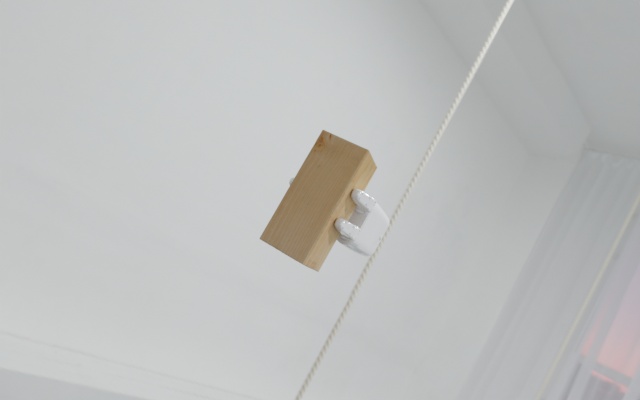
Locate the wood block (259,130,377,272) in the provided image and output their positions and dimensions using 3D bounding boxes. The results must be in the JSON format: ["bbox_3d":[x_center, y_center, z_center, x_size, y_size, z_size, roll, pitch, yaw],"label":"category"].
[{"bbox_3d":[0.000,0.002,0.793,0.091,0.206,0.090,27,-6,22],"label":"wood block"}]
